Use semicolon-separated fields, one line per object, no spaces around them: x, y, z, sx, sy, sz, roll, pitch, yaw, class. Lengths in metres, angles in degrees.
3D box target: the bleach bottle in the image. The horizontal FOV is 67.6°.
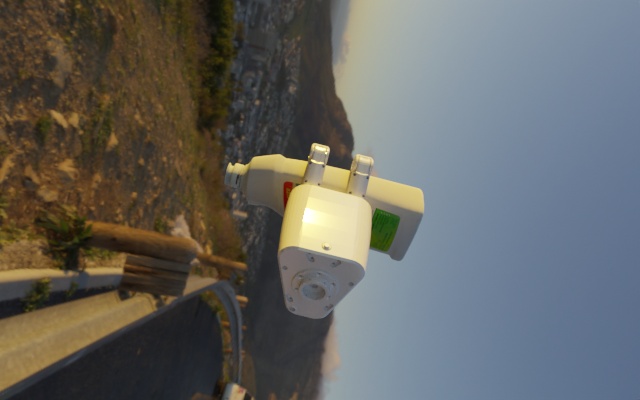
0.000;0.002;0.624;0.251;0.103;0.068;14;39;-3;bleach bottle
